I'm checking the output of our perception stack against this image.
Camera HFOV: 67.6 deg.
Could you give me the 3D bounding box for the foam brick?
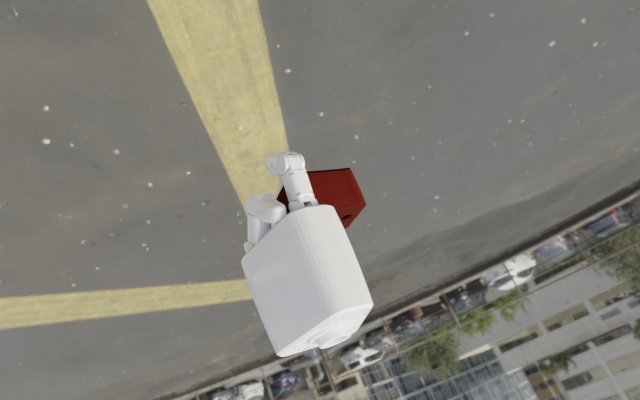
[{"bbox_3d":[0.000,0.002,0.522,0.078,0.051,0.053,-7,-31,-31],"label":"foam brick"}]
